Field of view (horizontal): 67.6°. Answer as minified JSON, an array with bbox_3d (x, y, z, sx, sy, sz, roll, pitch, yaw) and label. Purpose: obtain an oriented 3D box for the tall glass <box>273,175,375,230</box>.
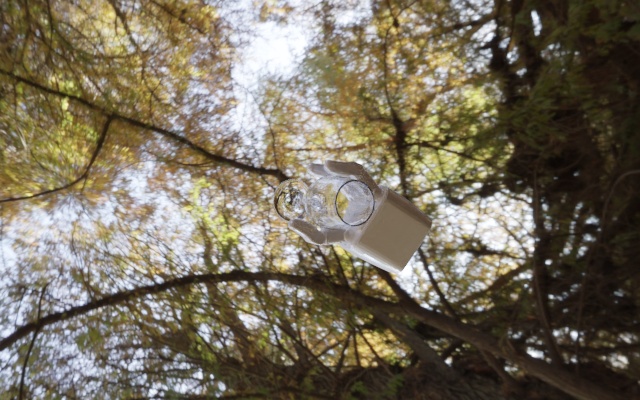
[{"bbox_3d":[0.000,0.002,0.717,0.079,0.079,0.201,0,1,-27],"label":"tall glass"}]
